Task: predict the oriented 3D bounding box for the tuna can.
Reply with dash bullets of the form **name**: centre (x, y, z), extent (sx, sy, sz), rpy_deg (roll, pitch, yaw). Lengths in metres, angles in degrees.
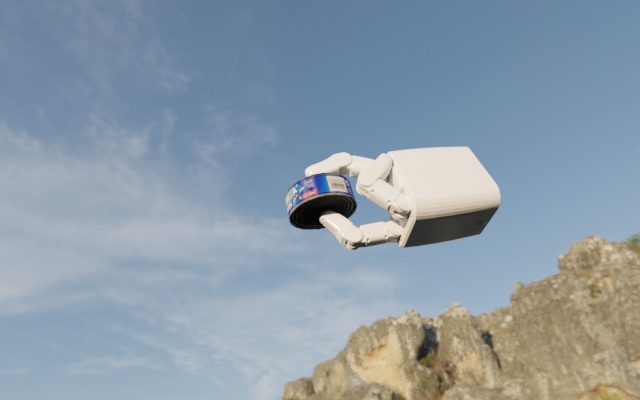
- **tuna can**: centre (0.000, 0.001, 0.593), extent (0.086, 0.033, 0.086), rpy_deg (-11, -29, -6)
